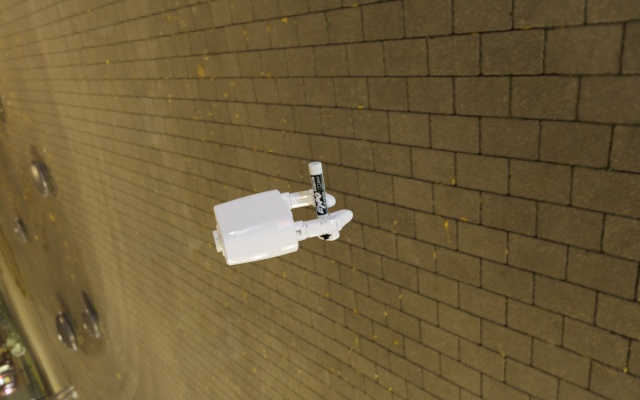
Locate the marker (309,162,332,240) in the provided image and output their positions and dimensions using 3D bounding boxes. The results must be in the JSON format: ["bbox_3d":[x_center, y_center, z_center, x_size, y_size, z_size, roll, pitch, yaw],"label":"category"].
[{"bbox_3d":[0.000,0.002,0.721,0.020,0.121,0.020,-8,17,3],"label":"marker"}]
